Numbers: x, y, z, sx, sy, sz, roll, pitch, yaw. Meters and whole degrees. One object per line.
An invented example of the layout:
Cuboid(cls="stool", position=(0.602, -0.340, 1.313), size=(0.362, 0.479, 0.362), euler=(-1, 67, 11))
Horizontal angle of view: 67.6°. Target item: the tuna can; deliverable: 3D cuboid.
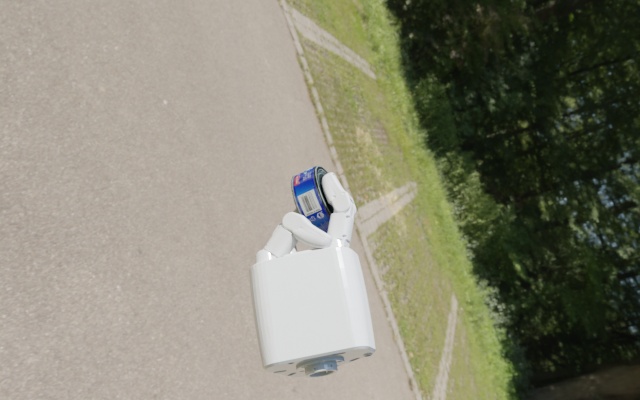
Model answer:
Cuboid(cls="tuna can", position=(0.001, 0.002, 0.579), size=(0.034, 0.086, 0.086), euler=(-24, -7, 17))
